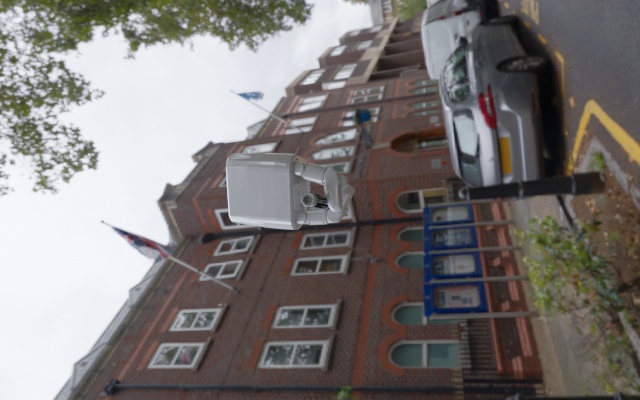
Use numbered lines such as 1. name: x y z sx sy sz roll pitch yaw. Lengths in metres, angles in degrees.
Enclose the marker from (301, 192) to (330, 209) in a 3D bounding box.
1. marker: 0.000 0.002 0.673 0.020 0.020 0.121 0 -3 16
